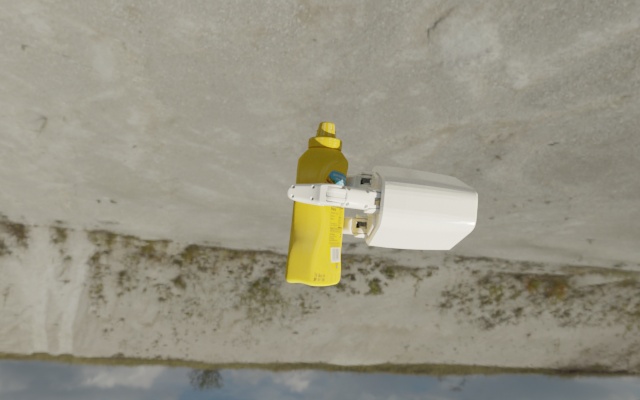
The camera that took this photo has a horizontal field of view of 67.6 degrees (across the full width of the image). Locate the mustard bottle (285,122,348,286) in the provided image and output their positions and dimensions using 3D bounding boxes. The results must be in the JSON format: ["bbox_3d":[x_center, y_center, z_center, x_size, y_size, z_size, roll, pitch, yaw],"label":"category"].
[{"bbox_3d":[0.000,0.002,0.569,0.058,0.191,0.096,4,-4,22],"label":"mustard bottle"}]
